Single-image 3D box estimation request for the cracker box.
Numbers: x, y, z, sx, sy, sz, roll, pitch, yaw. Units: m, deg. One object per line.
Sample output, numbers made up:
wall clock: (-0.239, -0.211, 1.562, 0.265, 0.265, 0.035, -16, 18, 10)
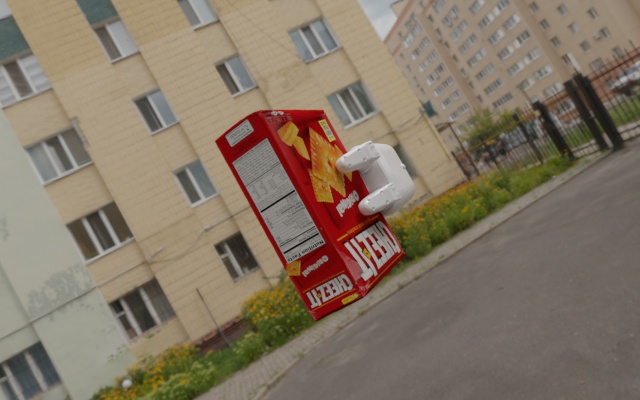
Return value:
cracker box: (0.000, 0.002, 0.539, 0.072, 0.213, 0.164, -32, -5, 26)
